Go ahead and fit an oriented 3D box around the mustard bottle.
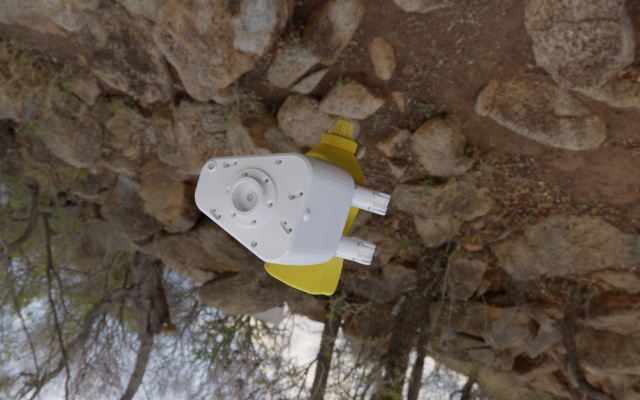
[{"bbox_3d":[0.000,0.002,0.540,0.058,0.191,0.096,15,2,-43],"label":"mustard bottle"}]
